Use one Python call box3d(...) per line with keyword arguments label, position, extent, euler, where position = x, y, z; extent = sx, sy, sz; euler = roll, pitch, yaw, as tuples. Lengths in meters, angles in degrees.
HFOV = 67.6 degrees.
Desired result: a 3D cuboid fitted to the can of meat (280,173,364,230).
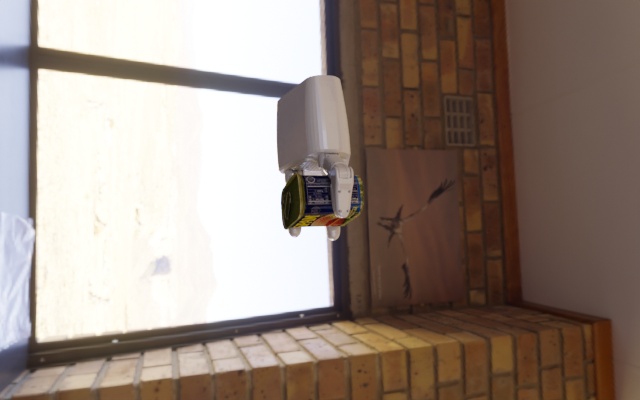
box3d(label="can of meat", position=(0.000, 0.002, 0.617), extent=(0.084, 0.057, 0.102), euler=(-1, -15, -18))
